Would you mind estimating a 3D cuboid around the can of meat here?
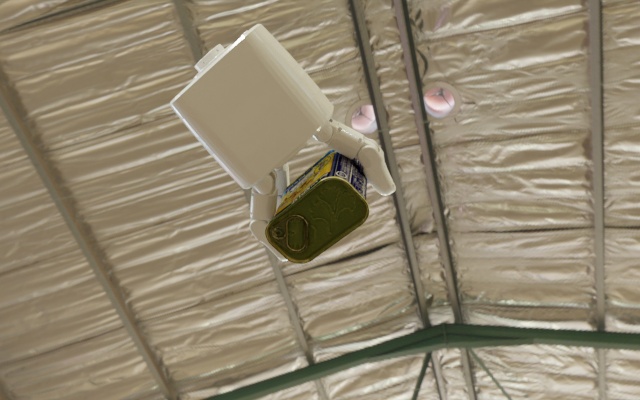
[{"bbox_3d":[0.000,0.001,0.478,0.102,0.057,0.084,-38,18,24],"label":"can of meat"}]
